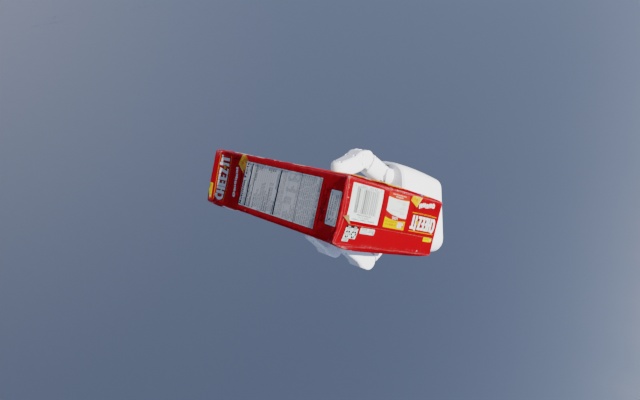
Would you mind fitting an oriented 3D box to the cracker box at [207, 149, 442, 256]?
[{"bbox_3d":[0.000,0.002,0.541,0.213,0.072,0.164,14,2,44],"label":"cracker box"}]
